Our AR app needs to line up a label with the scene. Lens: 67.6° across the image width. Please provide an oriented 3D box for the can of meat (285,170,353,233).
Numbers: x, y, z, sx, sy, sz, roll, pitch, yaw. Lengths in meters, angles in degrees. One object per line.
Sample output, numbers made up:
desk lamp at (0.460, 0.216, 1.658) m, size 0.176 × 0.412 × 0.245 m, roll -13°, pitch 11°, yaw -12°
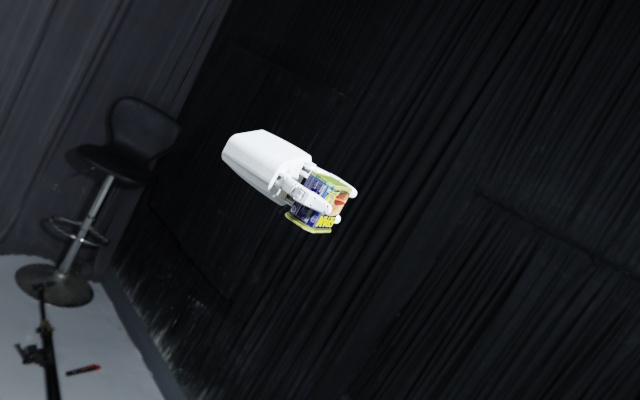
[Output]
can of meat at (0.000, 0.002, 0.775) m, size 0.057 × 0.084 × 0.102 m, roll 33°, pitch 9°, yaw 21°
